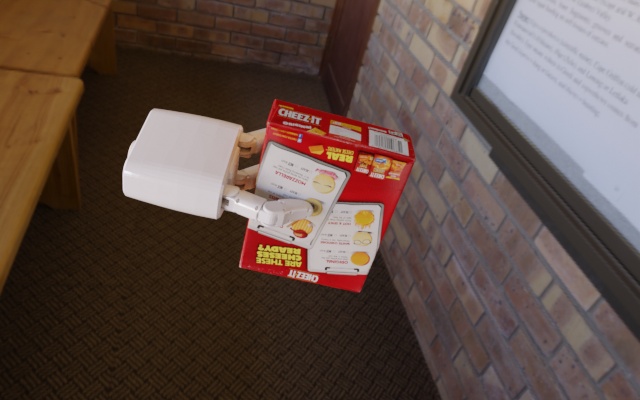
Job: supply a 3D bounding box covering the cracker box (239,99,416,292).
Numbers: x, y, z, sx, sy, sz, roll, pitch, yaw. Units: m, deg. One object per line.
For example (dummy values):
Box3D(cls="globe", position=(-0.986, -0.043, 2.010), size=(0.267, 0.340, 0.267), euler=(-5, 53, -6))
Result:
Box3D(cls="cracker box", position=(0.000, 0.002, 0.582), size=(0.164, 0.214, 0.072), euler=(13, 36, -5))
